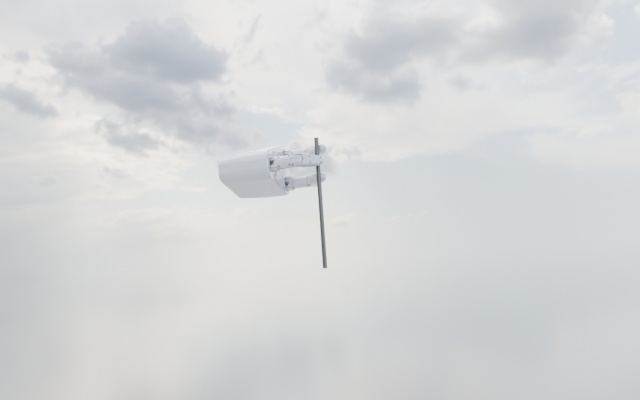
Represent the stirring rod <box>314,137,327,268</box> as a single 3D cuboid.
[{"bbox_3d":[0.000,0.003,0.873,0.011,0.239,0.011,-4,-7,0],"label":"stirring rod"}]
